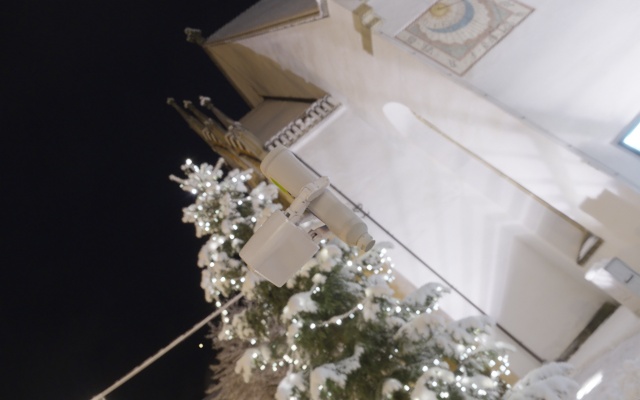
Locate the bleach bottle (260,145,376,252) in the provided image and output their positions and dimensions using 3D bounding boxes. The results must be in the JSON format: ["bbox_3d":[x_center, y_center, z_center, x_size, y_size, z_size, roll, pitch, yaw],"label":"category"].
[{"bbox_3d":[0.000,0.003,0.879,0.250,0.068,0.103,41,-4,27],"label":"bleach bottle"}]
